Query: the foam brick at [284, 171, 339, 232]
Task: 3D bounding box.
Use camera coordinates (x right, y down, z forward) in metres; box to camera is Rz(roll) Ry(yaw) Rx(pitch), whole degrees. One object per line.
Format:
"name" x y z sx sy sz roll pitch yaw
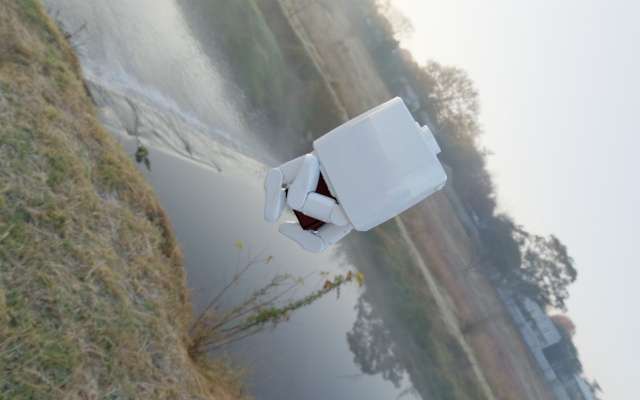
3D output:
"foam brick" 0.000 0.002 0.560 0.051 0.053 0.078 -29 -9 10
